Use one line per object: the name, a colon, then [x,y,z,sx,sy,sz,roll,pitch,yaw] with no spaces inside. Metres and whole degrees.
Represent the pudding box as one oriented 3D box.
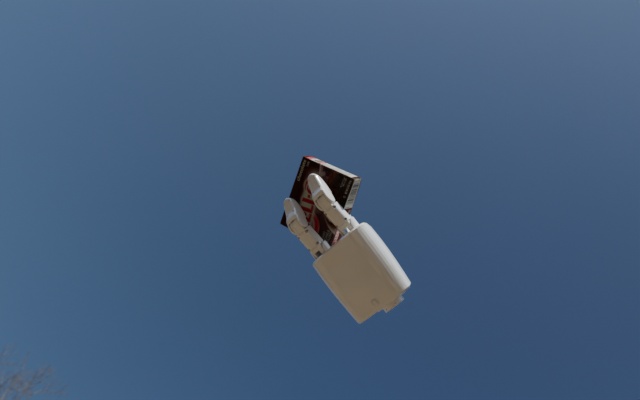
pudding box: [0.000,0.002,0.702,0.090,0.113,0.039,25,13,23]
